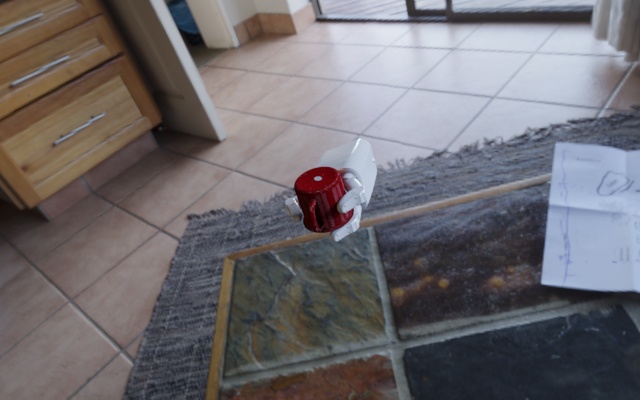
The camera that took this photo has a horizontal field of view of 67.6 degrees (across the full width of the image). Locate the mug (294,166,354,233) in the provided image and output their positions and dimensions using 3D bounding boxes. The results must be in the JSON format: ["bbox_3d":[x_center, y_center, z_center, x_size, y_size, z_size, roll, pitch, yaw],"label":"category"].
[{"bbox_3d":[0.000,0.003,0.808,0.093,0.081,0.117,-2,37,23],"label":"mug"}]
